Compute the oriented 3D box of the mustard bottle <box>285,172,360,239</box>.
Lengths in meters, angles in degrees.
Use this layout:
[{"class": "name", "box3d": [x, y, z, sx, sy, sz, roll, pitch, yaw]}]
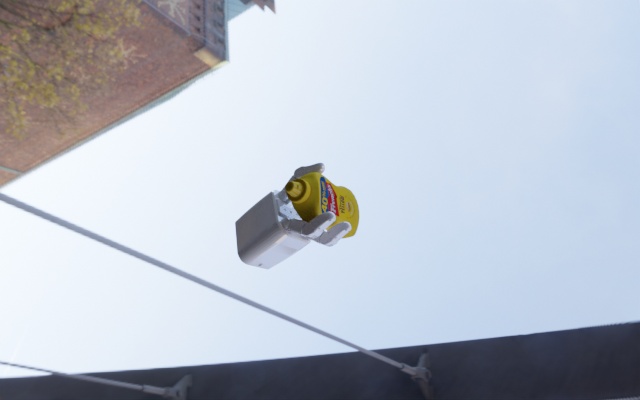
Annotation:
[{"class": "mustard bottle", "box3d": [0.001, 0.003, 0.843, 0.058, 0.096, 0.192, -13, -22, 30]}]
